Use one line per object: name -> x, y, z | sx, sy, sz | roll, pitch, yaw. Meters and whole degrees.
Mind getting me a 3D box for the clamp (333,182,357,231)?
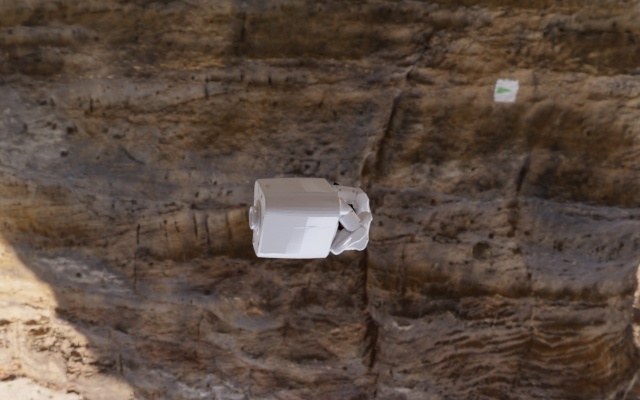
clamp -> 0.000, 0.003, 0.794 | 0.120, 0.039, 0.171 | 1, 21, -18
